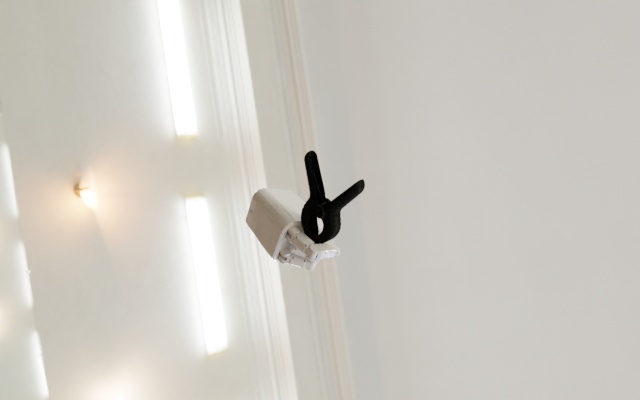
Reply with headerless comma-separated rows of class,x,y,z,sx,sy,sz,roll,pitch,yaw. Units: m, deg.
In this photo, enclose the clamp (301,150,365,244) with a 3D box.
clamp,0.001,0.003,0.810,0.039,0.171,0.120,-14,49,-45
